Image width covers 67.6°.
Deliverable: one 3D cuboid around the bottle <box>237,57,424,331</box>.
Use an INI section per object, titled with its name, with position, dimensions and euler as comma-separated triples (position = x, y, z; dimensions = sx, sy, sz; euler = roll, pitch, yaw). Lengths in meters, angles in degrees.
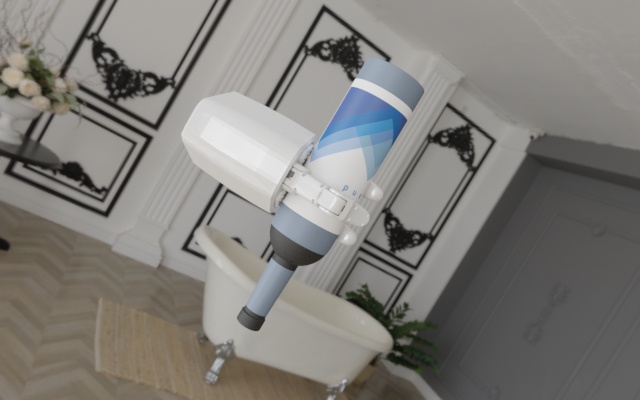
[bottle]
position = 0.000, 0.001, 0.485
dimensions = 0.069, 0.296, 0.069
euler = 31, 3, -2
